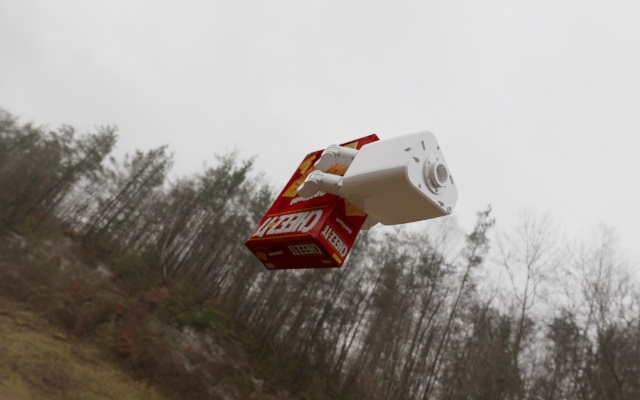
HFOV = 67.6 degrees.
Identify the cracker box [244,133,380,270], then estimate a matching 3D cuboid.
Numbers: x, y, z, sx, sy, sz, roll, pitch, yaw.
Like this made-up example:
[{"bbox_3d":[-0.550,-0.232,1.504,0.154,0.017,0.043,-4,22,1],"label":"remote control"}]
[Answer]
[{"bbox_3d":[0.000,0.002,0.739,0.164,0.213,0.072,-11,-52,46],"label":"cracker box"}]
